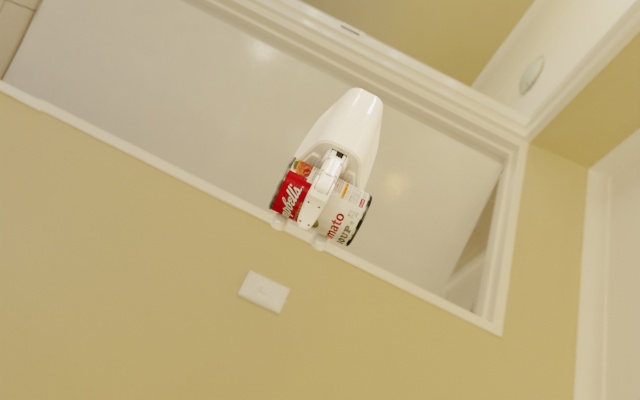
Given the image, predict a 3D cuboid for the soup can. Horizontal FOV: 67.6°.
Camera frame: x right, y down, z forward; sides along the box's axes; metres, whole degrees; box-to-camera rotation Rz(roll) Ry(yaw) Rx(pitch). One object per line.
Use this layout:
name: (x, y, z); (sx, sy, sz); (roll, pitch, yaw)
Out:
soup can: (0.000, 0.002, 0.554); (0.102, 0.068, 0.068); (26, -1, -1)
